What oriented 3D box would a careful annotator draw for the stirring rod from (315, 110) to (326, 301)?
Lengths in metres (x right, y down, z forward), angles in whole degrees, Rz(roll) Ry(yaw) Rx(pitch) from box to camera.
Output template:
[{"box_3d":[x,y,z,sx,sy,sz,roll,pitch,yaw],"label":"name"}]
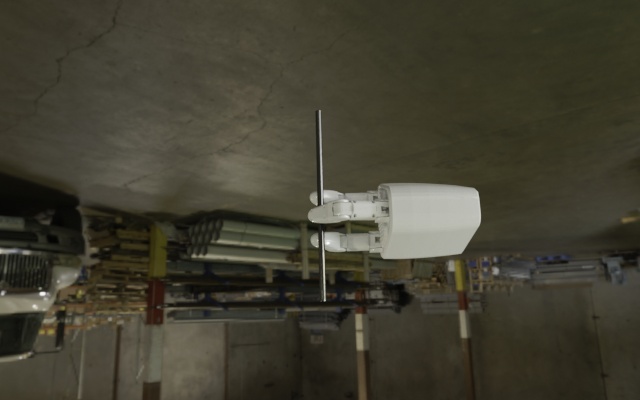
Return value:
[{"box_3d":[0.000,0.002,0.592,0.011,0.239,0.011,-1,-13,0],"label":"stirring rod"}]
